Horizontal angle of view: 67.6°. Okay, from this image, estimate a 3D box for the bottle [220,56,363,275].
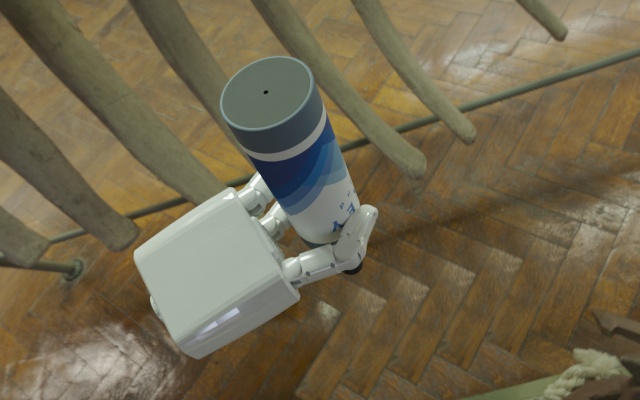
[{"bbox_3d":[0.000,0.001,0.438,0.069,0.069,0.296,0,-30,17],"label":"bottle"}]
